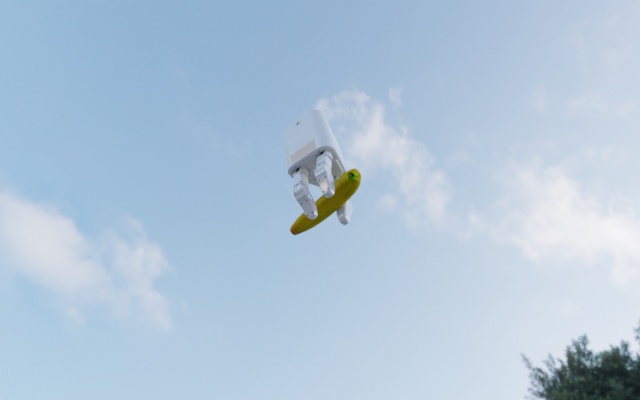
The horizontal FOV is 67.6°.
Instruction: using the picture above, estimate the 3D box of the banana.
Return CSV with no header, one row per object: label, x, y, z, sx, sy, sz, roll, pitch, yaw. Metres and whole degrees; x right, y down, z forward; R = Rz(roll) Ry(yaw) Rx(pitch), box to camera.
banana,0.015,-0.002,0.836,0.069,0.037,0.198,-12,-25,-43
